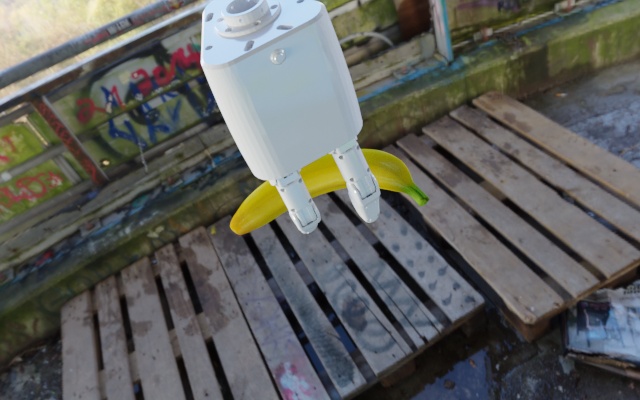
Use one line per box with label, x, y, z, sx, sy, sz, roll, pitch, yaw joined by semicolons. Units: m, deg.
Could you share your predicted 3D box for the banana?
banana;0.003;-0.014;0.477;0.198;0.069;0.037;-11;-37;10
